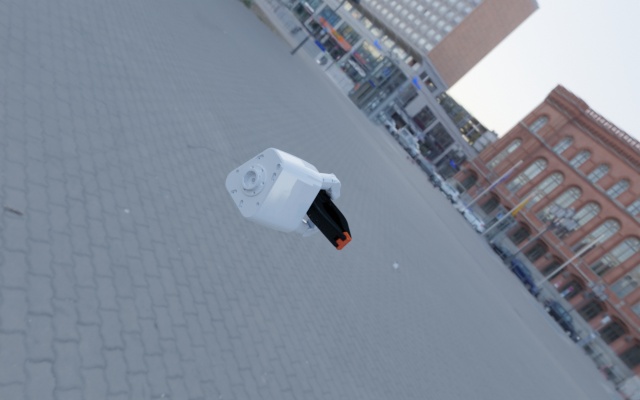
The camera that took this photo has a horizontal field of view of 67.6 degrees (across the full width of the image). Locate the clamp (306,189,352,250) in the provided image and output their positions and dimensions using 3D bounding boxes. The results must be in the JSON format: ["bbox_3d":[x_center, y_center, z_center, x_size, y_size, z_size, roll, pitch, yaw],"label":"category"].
[{"bbox_3d":[0.001,0.003,0.850,0.036,0.210,0.164,-46,-31,18],"label":"clamp"}]
